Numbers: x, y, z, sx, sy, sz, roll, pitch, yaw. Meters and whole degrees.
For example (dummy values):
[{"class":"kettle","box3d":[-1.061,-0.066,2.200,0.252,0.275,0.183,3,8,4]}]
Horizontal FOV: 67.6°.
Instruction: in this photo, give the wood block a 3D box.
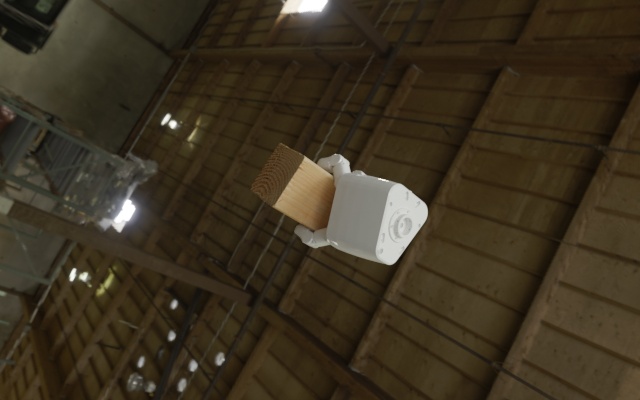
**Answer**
[{"class":"wood block","box3d":[0.000,0.003,0.792,0.206,0.091,0.090,33,0,-38]}]
